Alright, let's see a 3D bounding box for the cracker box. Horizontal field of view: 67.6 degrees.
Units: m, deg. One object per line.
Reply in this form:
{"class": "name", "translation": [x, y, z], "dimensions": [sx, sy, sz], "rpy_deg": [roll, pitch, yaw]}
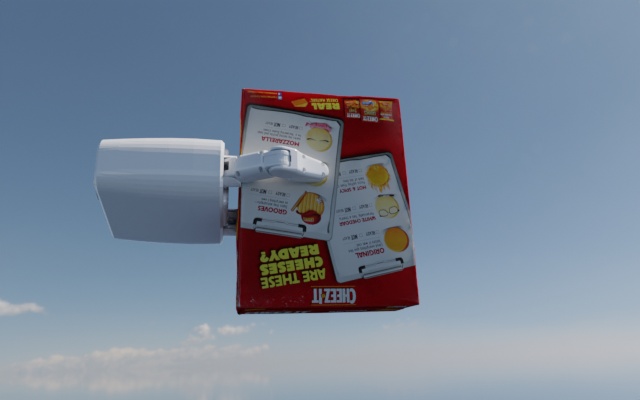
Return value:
{"class": "cracker box", "translation": [0.000, 0.001, 0.474], "dimensions": [0.164, 0.213, 0.072], "rpy_deg": [1, -19, -10]}
